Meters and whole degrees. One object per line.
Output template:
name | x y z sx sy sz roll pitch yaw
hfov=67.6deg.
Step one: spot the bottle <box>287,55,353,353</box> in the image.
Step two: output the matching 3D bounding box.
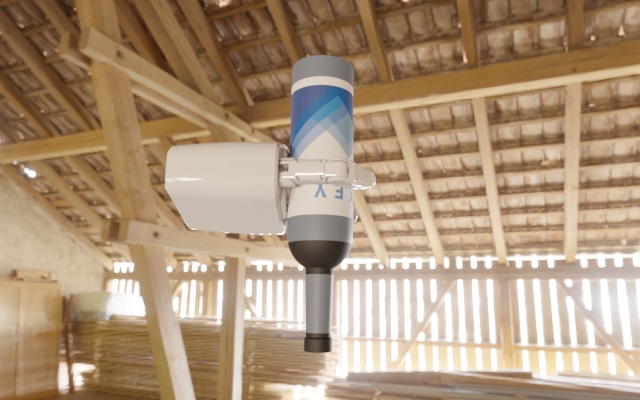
bottle | 0.000 0.001 0.490 0.069 0.295 0.069 1 -12 0
